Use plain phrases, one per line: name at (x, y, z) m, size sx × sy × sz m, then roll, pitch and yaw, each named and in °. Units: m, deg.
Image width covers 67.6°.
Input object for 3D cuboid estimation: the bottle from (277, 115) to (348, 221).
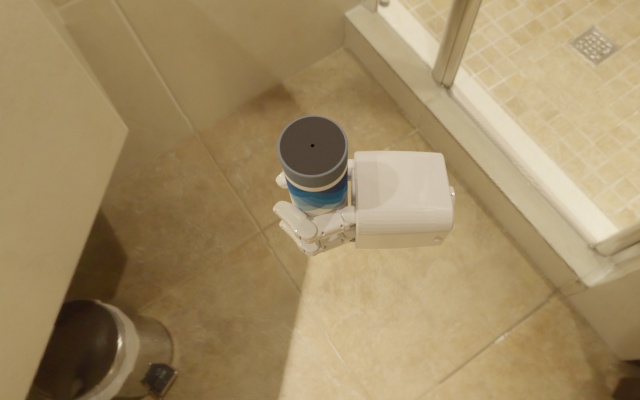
bottle at (0.000, 0.002, 0.583) m, size 0.069 × 0.069 × 0.296 m, roll 0°, pitch -21°, yaw 3°
